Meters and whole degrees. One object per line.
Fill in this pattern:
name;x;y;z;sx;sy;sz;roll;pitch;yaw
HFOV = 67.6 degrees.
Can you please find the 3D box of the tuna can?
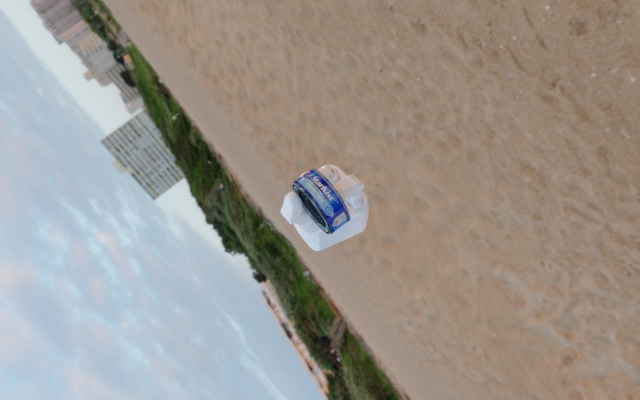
tuna can;0.000;0.002;0.625;0.034;0.086;0.086;-36;8;-11
